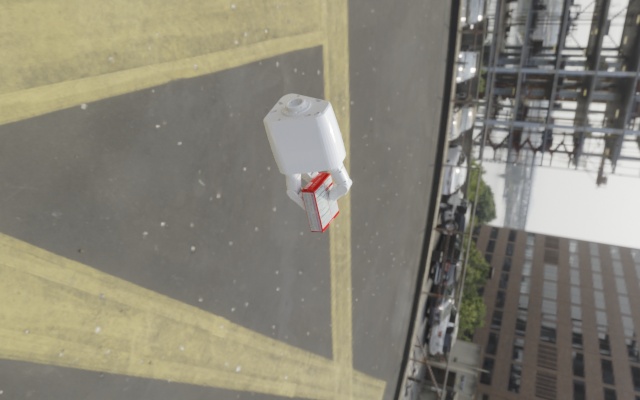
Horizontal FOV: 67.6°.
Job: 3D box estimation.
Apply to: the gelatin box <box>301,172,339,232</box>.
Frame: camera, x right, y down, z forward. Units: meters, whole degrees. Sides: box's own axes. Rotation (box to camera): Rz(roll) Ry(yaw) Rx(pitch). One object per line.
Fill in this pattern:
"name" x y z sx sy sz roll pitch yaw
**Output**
"gelatin box" 0.001 0.003 0.881 0.030 0.089 0.073 2 30 29
